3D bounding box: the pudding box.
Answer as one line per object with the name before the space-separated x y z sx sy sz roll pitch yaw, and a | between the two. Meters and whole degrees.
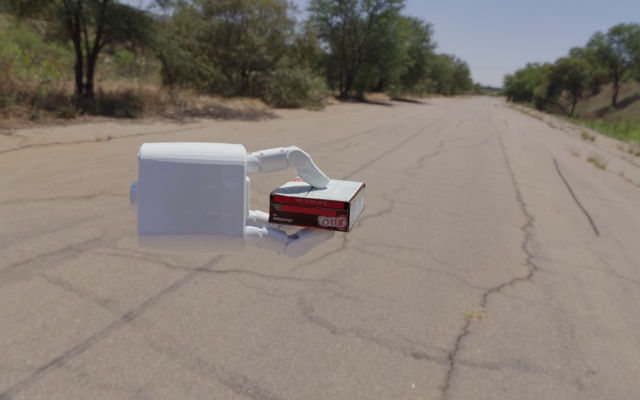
pudding box | 0.000 0.002 0.551 0.090 0.039 0.113 7 16 13
